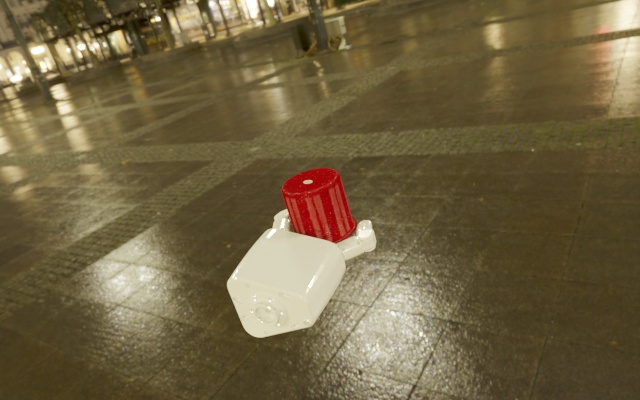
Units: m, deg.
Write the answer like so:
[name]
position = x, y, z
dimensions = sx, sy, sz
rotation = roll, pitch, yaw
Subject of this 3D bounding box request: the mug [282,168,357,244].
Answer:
[mug]
position = 0.001, 0.001, 0.661
dimensions = 0.093, 0.081, 0.117
rotation = -4, 27, 25
